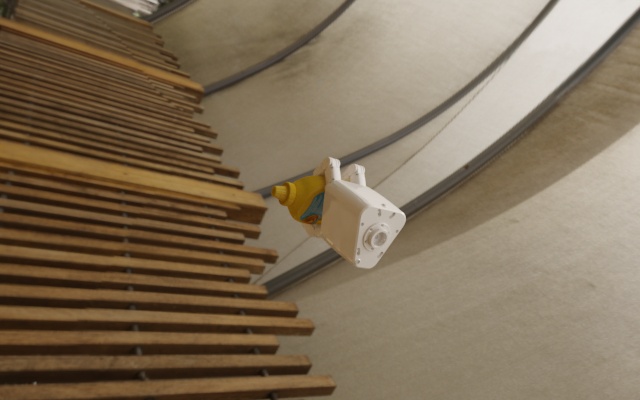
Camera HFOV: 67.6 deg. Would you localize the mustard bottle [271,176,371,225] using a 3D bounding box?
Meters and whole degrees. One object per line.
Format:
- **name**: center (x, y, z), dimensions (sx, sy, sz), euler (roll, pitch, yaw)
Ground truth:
- **mustard bottle**: center (0.000, 0.003, 0.846), dimensions (0.191, 0.058, 0.096), euler (12, -50, -33)
